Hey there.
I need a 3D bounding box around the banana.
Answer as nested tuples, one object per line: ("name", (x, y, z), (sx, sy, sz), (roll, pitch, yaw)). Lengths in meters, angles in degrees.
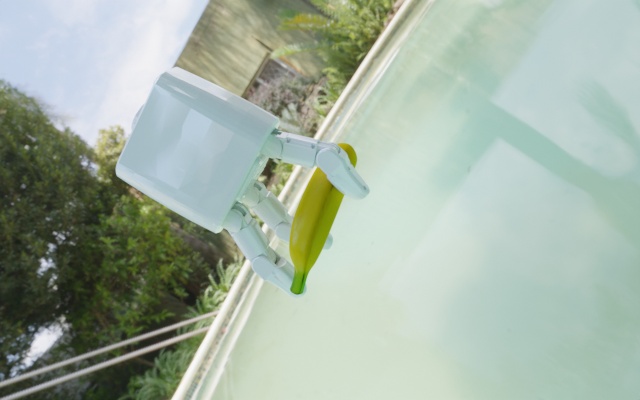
("banana", (0.004, -0.007, 0.469), (0.037, 0.197, 0.070), (24, -41, 0))
